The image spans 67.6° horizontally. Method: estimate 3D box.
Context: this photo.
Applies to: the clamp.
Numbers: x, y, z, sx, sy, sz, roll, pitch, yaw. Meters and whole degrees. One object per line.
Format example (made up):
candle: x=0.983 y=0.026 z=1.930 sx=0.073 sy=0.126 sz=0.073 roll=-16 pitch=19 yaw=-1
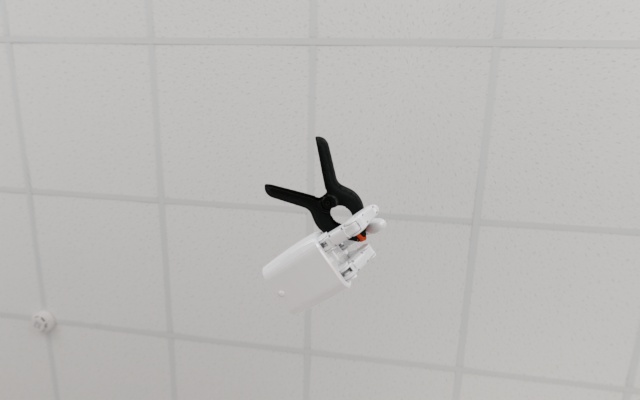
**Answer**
clamp: x=0.000 y=0.002 z=0.728 sx=0.120 sy=0.171 sz=0.039 roll=-33 pitch=7 yaw=16
